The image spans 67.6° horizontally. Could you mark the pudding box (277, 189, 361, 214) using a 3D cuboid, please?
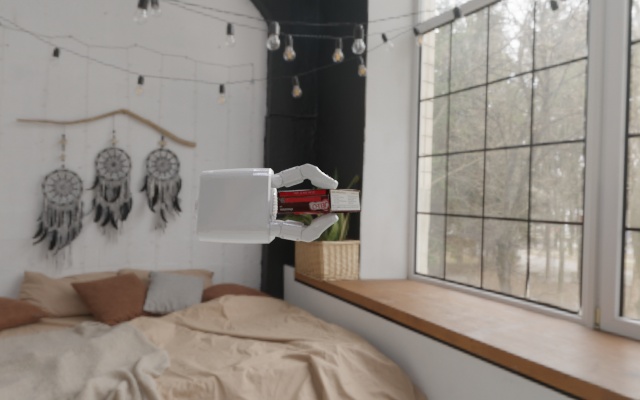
[{"bbox_3d":[0.000,0.002,0.728,0.090,0.039,0.113,-1,1,28],"label":"pudding box"}]
